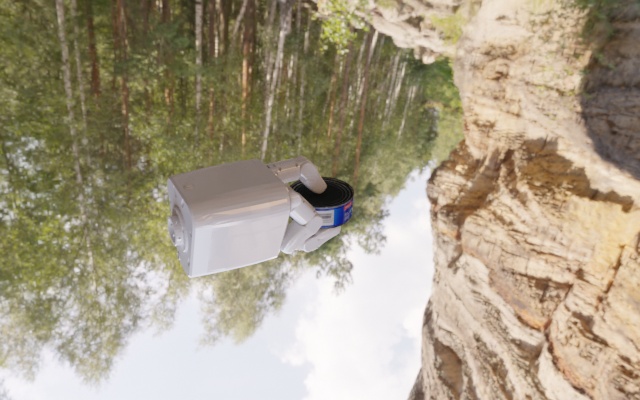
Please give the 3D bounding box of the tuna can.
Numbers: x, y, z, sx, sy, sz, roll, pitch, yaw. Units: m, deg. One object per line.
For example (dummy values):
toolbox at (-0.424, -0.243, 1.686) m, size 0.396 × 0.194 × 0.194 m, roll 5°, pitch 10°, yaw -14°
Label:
tuna can at (0.000, 0.003, 0.622) m, size 0.086 × 0.034 × 0.086 m, roll 1°, pitch 29°, yaw -1°
